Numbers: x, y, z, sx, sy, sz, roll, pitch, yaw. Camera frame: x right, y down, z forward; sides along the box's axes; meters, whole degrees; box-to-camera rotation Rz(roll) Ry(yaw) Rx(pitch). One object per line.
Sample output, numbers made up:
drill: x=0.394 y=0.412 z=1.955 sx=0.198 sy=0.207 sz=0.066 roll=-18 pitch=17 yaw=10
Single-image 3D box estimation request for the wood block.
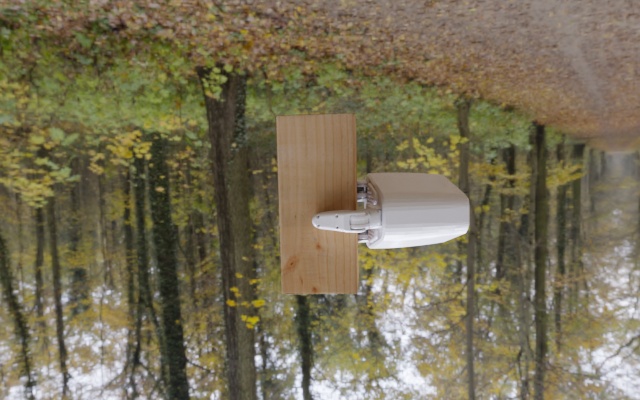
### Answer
wood block: x=0.000 y=0.002 z=0.584 sx=0.090 sy=0.206 sz=0.091 roll=-1 pitch=4 yaw=5
